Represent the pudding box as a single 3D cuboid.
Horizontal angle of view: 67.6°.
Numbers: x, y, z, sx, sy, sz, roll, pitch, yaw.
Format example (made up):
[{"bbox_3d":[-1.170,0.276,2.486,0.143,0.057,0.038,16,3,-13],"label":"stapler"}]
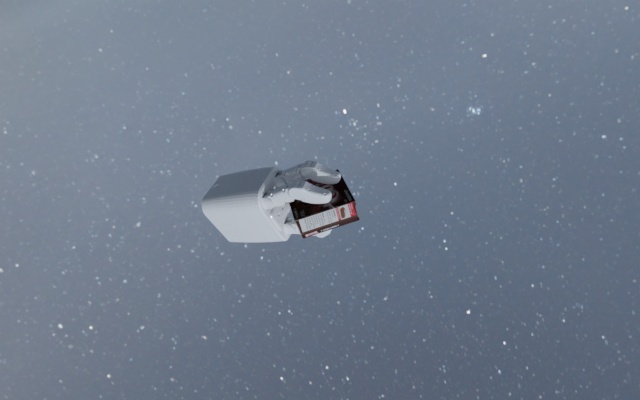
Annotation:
[{"bbox_3d":[0.000,0.002,0.711,0.090,0.039,0.113,-19,32,-2],"label":"pudding box"}]
